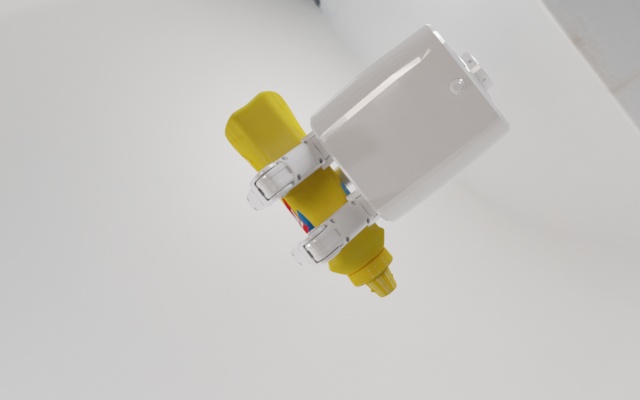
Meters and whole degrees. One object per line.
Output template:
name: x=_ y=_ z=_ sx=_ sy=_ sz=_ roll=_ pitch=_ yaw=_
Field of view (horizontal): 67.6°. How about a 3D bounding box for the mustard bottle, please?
mustard bottle: x=0.000 y=0.001 z=0.404 sx=0.058 sy=0.191 sz=0.096 roll=-38 pitch=1 yaw=-5
